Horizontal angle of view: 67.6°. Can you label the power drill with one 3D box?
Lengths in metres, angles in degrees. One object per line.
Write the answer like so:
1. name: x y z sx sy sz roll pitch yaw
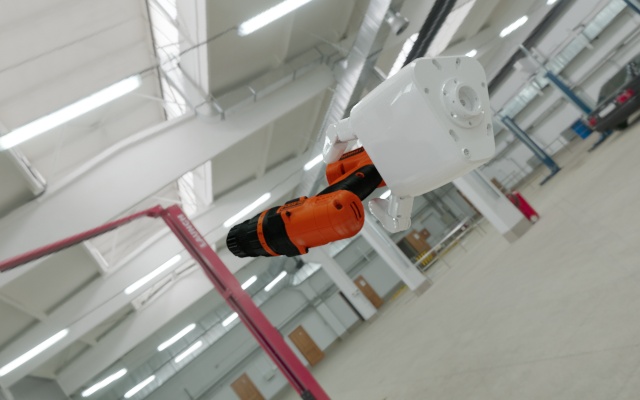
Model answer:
1. power drill: 0.000 0.001 0.549 0.184 0.057 0.187 -14 18 39
